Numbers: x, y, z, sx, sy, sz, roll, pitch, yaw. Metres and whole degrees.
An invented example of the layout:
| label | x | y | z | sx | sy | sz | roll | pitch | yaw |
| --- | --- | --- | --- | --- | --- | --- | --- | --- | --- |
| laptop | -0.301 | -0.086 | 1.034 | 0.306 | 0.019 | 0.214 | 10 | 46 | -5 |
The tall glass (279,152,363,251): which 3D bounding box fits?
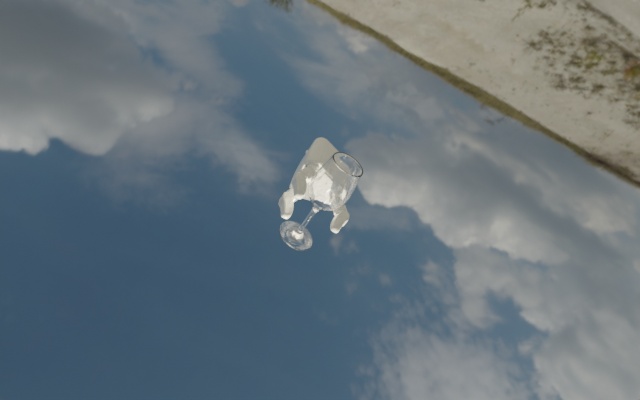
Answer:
| label | x | y | z | sx | sy | sz | roll | pitch | yaw |
| --- | --- | --- | --- | --- | --- | --- | --- | --- | --- |
| tall glass | 0.000 | 0.003 | 0.887 | 0.079 | 0.079 | 0.201 | 0 | -42 | -41 |
